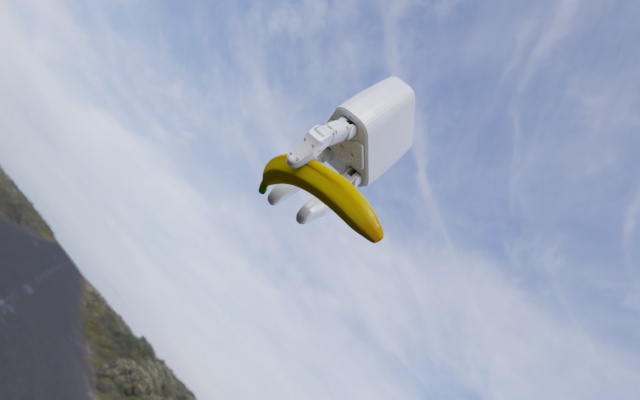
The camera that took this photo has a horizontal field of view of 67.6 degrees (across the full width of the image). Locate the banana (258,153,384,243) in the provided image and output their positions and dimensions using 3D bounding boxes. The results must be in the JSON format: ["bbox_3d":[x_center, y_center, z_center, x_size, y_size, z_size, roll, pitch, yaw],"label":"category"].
[{"bbox_3d":[-0.005,-0.014,0.557,0.197,0.070,0.037,24,48,39],"label":"banana"}]
